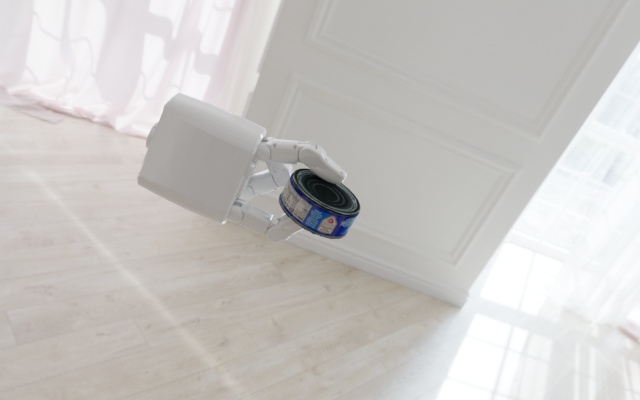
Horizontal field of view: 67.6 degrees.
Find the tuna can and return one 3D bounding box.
[{"bbox_3d":[0.000,0.001,0.521,0.086,0.034,0.086,25,25,-12],"label":"tuna can"}]
